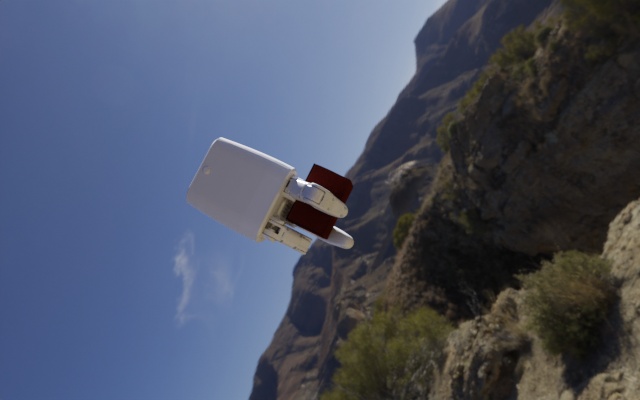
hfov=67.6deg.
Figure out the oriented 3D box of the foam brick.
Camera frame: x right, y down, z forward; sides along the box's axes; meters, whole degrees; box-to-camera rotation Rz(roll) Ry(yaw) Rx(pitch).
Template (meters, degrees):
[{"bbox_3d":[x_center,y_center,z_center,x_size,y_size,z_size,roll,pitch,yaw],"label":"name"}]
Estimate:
[{"bbox_3d":[0.000,0.002,0.591,0.051,0.078,0.053,26,-6,10],"label":"foam brick"}]
